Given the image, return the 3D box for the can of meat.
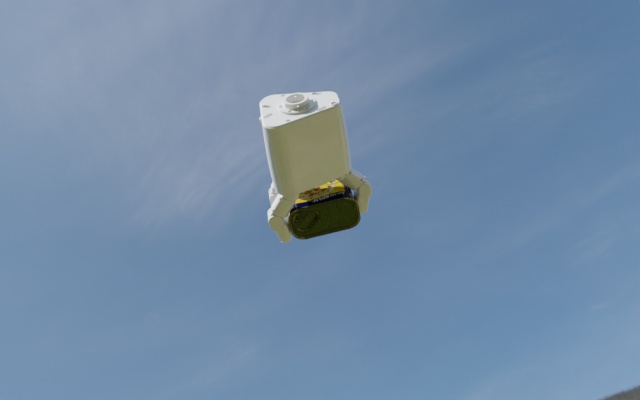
[{"bbox_3d":[0.000,0.002,0.708,0.102,0.057,0.084,-14,39,0],"label":"can of meat"}]
